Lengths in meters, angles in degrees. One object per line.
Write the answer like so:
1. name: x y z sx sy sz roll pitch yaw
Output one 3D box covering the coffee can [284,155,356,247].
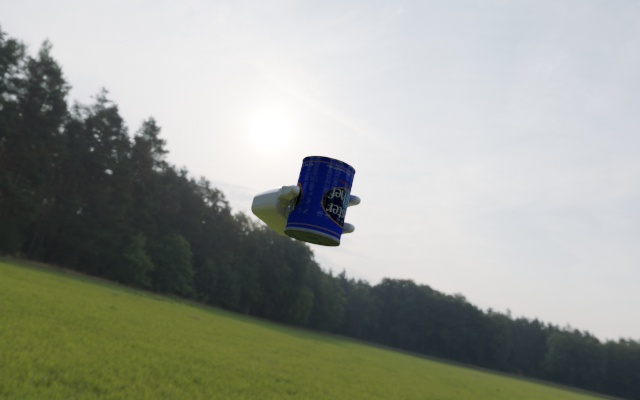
1. coffee can: 0.000 0.003 0.863 0.103 0.140 0.103 13 -15 3
